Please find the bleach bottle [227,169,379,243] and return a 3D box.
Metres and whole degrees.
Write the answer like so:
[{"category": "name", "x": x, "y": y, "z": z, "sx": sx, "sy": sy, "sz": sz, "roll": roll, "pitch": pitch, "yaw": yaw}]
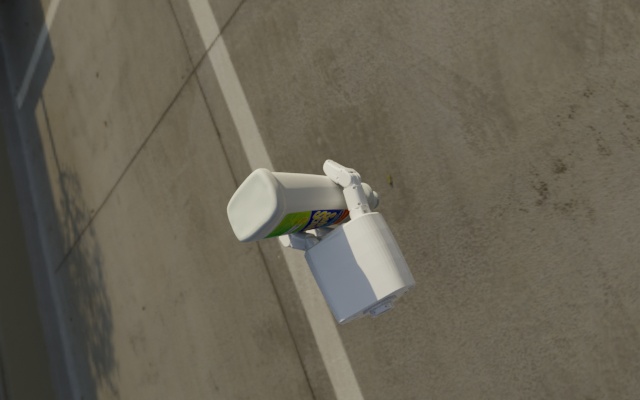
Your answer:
[{"category": "bleach bottle", "x": 0.000, "y": 0.002, "z": 0.668, "sx": 0.251, "sy": 0.068, "sz": 0.103, "roll": -5, "pitch": -29, "yaw": -45}]
